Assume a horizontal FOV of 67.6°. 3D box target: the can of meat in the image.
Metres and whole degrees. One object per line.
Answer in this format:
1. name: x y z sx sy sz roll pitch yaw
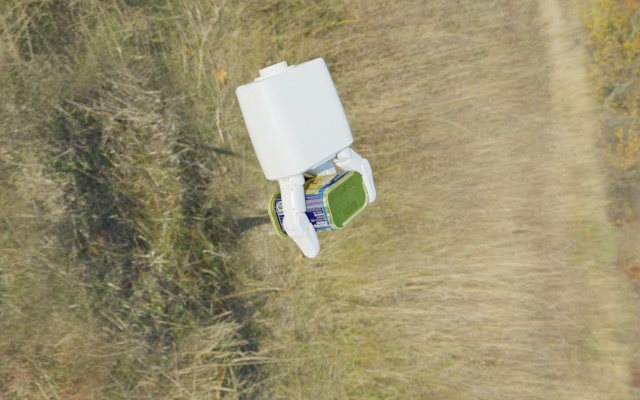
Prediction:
1. can of meat: 0.000 0.002 0.589 0.084 0.057 0.102 -8 17 34
